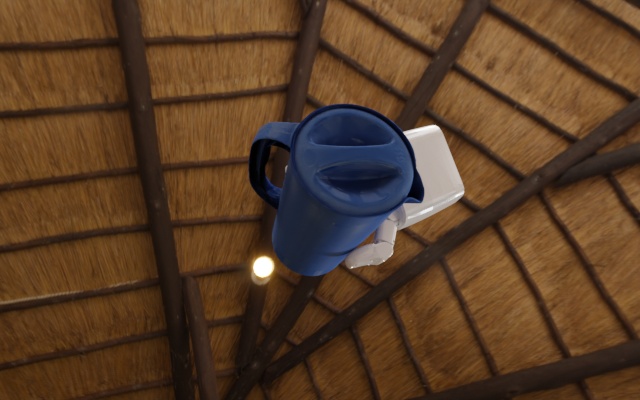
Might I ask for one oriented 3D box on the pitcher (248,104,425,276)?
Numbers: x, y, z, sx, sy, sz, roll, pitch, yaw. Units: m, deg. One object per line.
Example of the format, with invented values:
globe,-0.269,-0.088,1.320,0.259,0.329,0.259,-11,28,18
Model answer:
pitcher,0.000,0.002,0.577,0.145,0.149,0.243,-21,-19,-23
